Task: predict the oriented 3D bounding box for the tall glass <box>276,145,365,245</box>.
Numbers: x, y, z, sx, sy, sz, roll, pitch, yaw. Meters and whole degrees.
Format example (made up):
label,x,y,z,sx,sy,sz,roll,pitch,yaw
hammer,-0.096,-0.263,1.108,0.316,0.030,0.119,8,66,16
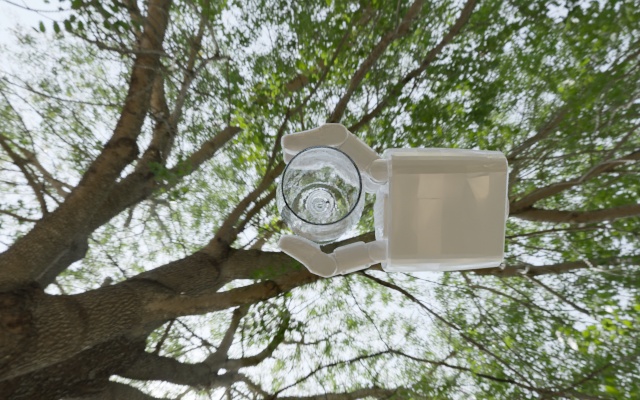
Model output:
label,x,y,z,sx,sy,sz,roll,pitch,yaw
tall glass,0.000,0.002,0.457,0.079,0.079,0.201,0,-8,0
